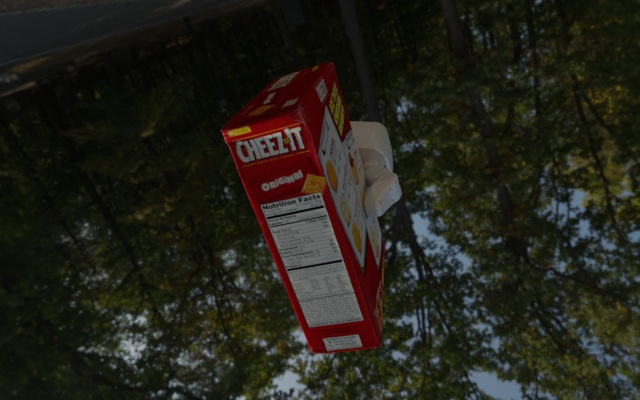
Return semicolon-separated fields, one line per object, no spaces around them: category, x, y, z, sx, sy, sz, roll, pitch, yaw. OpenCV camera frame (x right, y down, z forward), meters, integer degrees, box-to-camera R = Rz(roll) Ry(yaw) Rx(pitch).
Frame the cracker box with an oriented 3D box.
cracker box;0.000;0.002;0.434;0.072;0.214;0.164;-13;23;15
